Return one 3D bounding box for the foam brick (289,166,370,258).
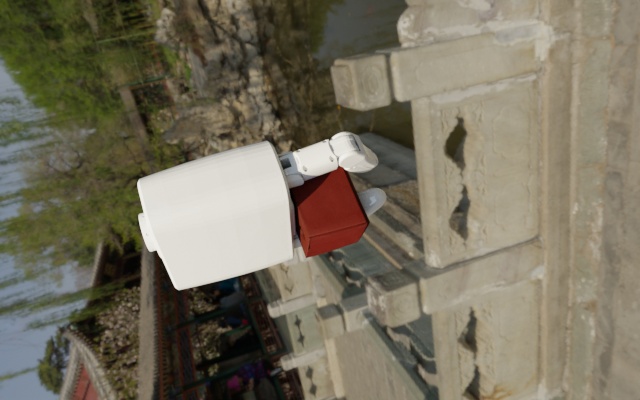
[{"bbox_3d":[0.000,0.002,0.409,0.051,0.078,0.053,-16,-22,-14],"label":"foam brick"}]
